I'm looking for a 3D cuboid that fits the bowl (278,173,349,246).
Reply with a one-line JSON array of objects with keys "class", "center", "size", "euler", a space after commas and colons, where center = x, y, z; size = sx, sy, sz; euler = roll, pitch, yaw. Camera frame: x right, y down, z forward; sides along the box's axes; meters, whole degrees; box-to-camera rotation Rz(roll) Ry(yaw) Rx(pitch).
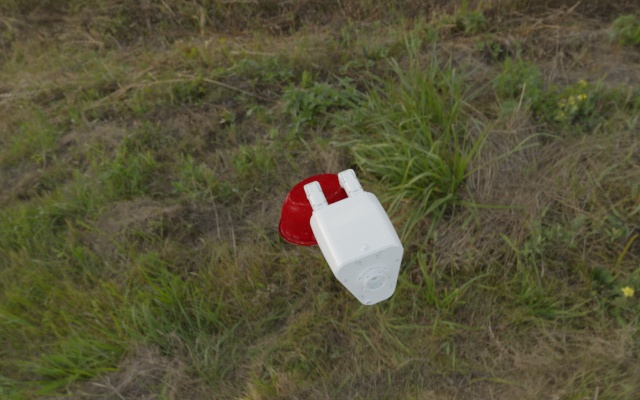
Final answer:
[{"class": "bowl", "center": [-0.001, 0.002, 0.776], "size": [0.162, 0.055, 0.162], "euler": [-14, 30, 8]}]
